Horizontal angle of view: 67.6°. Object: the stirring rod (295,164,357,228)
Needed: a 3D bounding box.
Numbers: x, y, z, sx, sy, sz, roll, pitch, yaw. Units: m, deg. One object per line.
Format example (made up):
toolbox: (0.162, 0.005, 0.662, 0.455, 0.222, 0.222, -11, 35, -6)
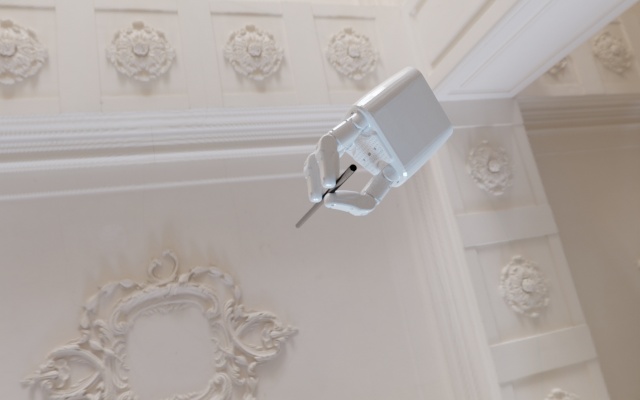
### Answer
stirring rod: (0.000, 0.002, 0.595, 0.011, 0.011, 0.239, 0, -17, -17)
